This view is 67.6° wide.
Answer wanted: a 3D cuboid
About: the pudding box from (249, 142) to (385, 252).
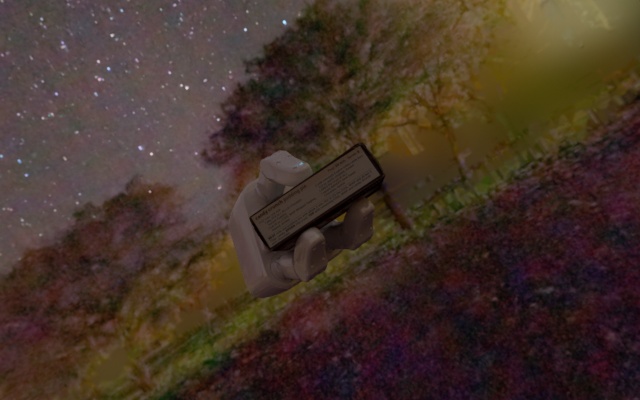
[{"bbox_3d":[0.000,0.001,0.419,0.113,0.039,0.090,-36,-6,1],"label":"pudding box"}]
